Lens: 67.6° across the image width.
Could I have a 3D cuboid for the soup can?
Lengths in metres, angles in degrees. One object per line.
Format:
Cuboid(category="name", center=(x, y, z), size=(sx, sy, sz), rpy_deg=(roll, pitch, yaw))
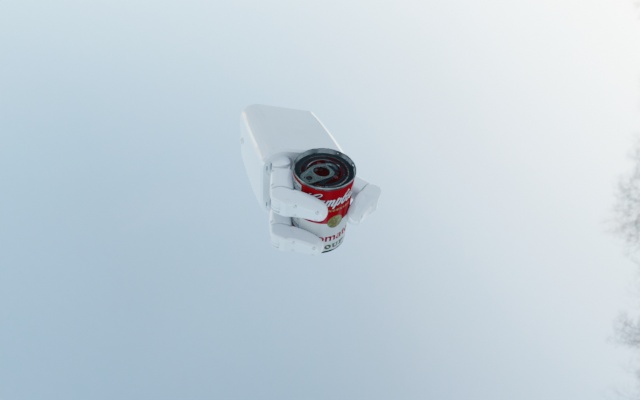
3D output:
Cuboid(category="soup can", center=(0.000, 0.002, 0.537), size=(0.068, 0.102, 0.068), rpy_deg=(4, 43, -3))
